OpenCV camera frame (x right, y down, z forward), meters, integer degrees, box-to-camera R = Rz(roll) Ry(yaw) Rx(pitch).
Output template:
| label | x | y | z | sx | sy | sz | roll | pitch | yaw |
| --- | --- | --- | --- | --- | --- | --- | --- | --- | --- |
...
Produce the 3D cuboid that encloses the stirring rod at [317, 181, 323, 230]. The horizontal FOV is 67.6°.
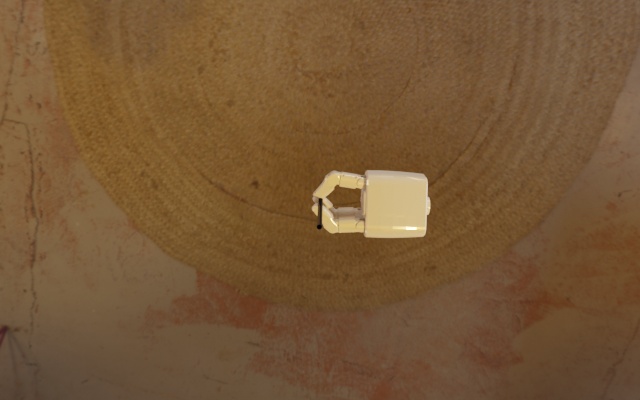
| label | x | y | z | sx | sy | sz | roll | pitch | yaw |
| --- | --- | --- | --- | --- | --- | --- | --- | --- | --- |
| stirring rod | 0.000 | 0.003 | 0.830 | 0.011 | 0.011 | 0.239 | 0 | 18 | 1 |
